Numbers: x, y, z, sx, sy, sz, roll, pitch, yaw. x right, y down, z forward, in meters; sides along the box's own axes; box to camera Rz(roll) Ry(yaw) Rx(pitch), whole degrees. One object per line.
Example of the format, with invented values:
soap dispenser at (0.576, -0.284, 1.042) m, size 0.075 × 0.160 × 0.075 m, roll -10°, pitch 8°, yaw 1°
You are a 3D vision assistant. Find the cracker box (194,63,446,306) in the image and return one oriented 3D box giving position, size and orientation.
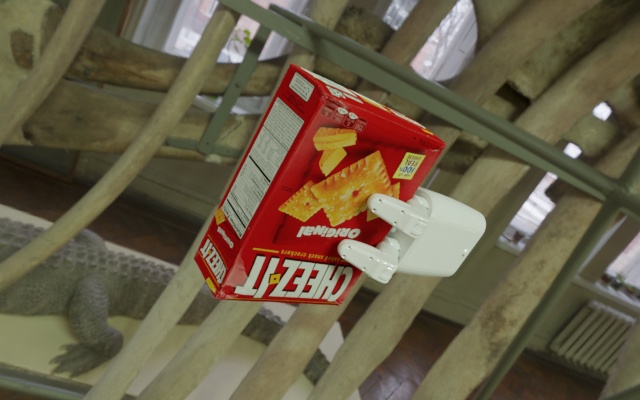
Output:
cracker box at (0.000, 0.001, 0.465) m, size 0.164 × 0.214 × 0.072 m, roll 14°, pitch 24°, yaw -40°
